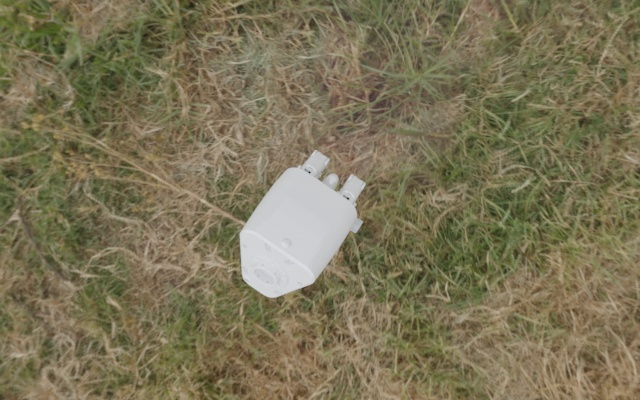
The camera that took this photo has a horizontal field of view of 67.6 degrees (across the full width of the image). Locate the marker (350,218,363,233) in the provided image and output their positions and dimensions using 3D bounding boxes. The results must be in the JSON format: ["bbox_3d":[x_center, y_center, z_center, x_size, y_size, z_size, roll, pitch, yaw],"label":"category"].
[{"bbox_3d":[0.000,0.002,0.624,0.121,0.020,0.020,33,1,1],"label":"marker"}]
